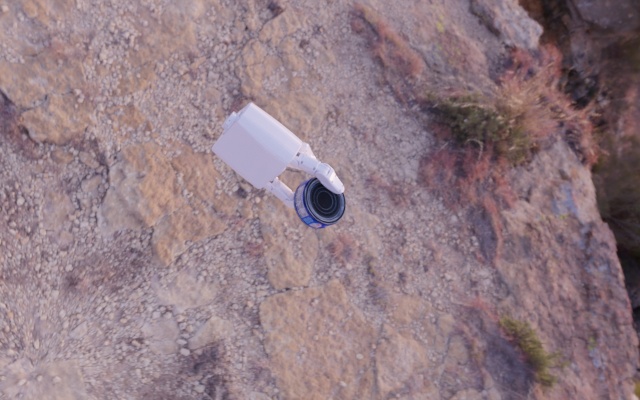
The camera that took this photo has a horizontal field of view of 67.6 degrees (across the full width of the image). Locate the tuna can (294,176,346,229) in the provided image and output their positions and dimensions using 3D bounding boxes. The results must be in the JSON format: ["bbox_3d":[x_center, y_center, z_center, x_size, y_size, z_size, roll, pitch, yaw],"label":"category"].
[{"bbox_3d":[0.000,0.002,0.793,0.086,0.086,0.034,0,-14,-36],"label":"tuna can"}]
